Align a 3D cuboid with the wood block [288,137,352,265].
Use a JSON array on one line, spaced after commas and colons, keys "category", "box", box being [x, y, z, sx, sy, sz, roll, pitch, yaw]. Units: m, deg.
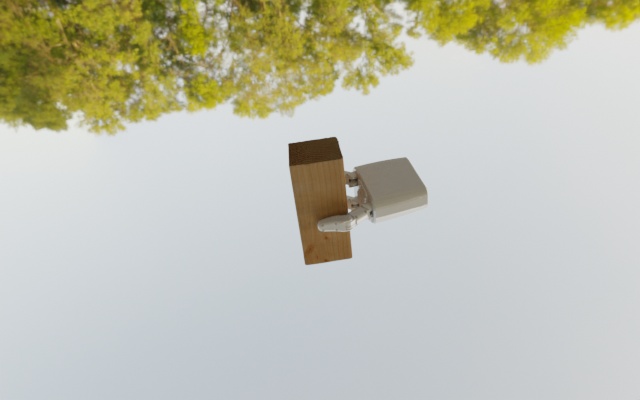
[{"category": "wood block", "box": [0.001, 0.003, 0.853, 0.090, 0.206, 0.090, -8, 31, -1]}]
